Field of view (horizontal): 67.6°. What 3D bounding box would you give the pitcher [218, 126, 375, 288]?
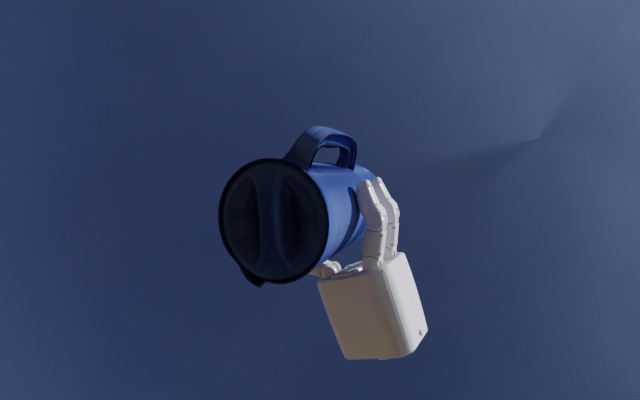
[{"bbox_3d":[0.000,0.002,0.594,0.149,0.145,0.243,-22,-3,25],"label":"pitcher"}]
